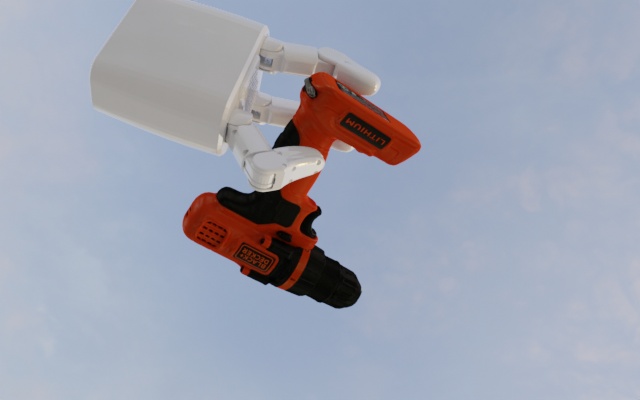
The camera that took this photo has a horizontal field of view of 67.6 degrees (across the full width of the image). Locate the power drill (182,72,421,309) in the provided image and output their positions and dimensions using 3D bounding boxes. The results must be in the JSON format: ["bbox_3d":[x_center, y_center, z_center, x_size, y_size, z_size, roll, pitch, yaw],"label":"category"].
[{"bbox_3d":[0.000,0.001,0.417,0.184,0.188,0.057,29,19,-22],"label":"power drill"}]
